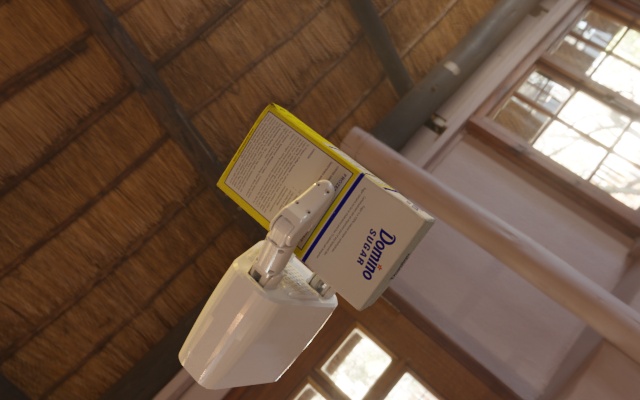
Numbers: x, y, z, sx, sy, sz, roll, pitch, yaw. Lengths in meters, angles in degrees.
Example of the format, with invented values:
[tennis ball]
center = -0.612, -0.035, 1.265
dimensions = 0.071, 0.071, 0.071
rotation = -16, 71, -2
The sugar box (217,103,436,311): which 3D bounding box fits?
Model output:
[sugar box]
center = 0.000, 0.001, 0.415
dimensions = 0.176, 0.093, 0.048
rotation = 39, 13, 19
